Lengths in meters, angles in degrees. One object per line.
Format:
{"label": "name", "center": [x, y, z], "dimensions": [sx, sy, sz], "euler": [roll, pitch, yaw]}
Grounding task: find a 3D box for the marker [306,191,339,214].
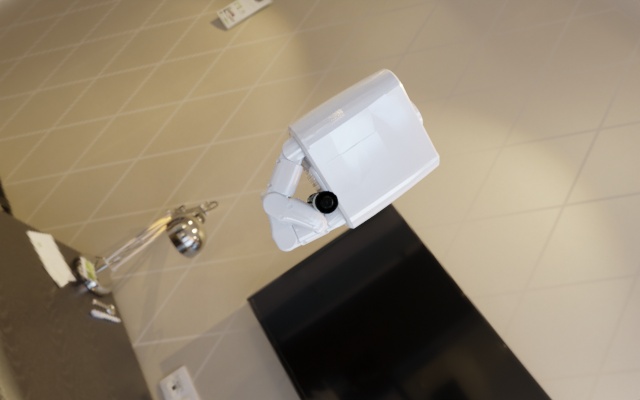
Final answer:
{"label": "marker", "center": [0.000, 0.001, 0.433], "dimensions": [0.020, 0.020, 0.121], "euler": [0, 0, -5]}
